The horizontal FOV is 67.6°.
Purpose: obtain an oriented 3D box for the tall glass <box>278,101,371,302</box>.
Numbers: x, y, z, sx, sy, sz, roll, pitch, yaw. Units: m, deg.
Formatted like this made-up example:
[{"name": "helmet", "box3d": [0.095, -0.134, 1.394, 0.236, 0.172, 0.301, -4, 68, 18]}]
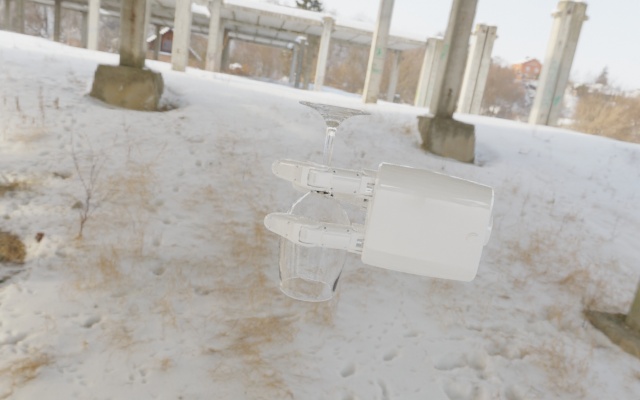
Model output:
[{"name": "tall glass", "box3d": [0.000, 0.001, 0.503, 0.079, 0.201, 0.079, 9, 12, -2]}]
